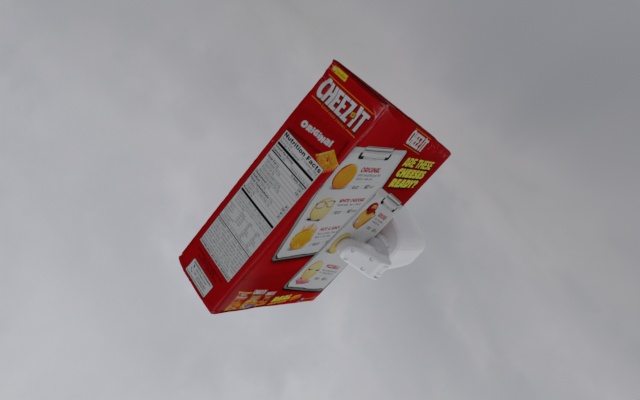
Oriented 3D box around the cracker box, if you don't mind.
[{"bbox_3d":[0.000,0.002,0.430,0.072,0.214,0.164,48,17,26],"label":"cracker box"}]
